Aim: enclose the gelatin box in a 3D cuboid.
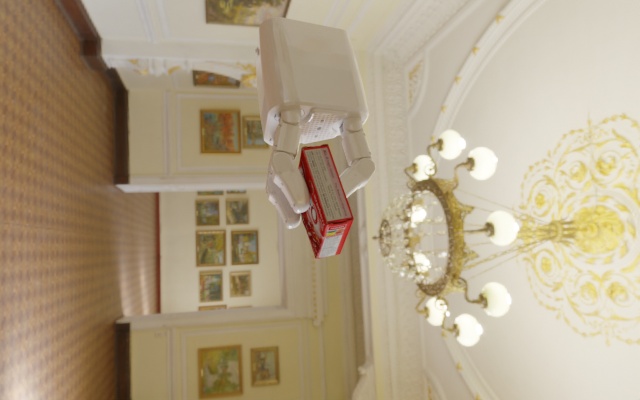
[{"bbox_3d":[0.001,0.002,0.469,0.030,0.089,0.073,-10,-29,-16],"label":"gelatin box"}]
